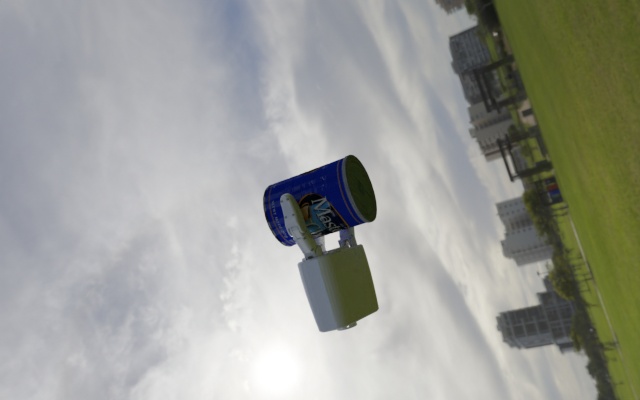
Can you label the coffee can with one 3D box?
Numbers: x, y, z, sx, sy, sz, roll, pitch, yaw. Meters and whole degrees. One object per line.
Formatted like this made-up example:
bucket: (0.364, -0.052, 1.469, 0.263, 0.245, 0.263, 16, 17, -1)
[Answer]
coffee can: (0.000, 0.002, 0.717, 0.140, 0.103, 0.103, -19, -8, 24)
